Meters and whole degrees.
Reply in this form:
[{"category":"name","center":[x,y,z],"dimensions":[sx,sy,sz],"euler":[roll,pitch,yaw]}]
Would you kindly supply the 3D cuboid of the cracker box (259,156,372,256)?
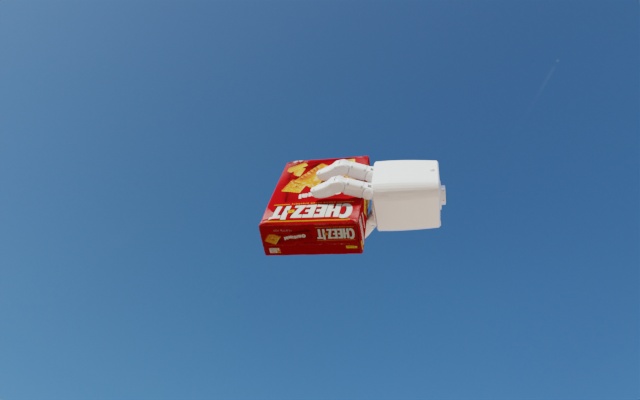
[{"category":"cracker box","center":[0.000,0.003,0.838],"dimensions":[0.164,0.072,0.213],"euler":[-3,32,13]}]
